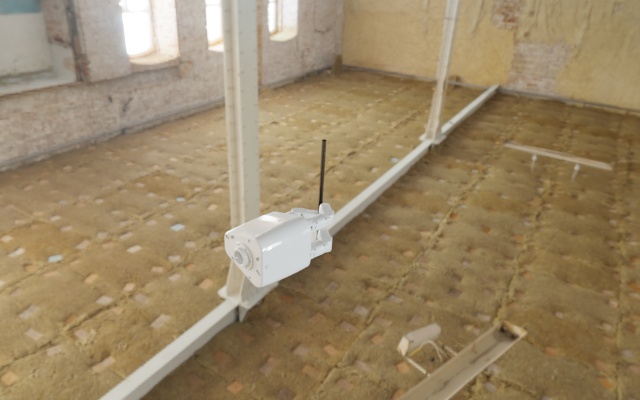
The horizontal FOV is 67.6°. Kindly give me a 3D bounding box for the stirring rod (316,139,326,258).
[{"bbox_3d":[0.000,0.003,0.879,0.011,0.240,0.011,3,27,-1],"label":"stirring rod"}]
